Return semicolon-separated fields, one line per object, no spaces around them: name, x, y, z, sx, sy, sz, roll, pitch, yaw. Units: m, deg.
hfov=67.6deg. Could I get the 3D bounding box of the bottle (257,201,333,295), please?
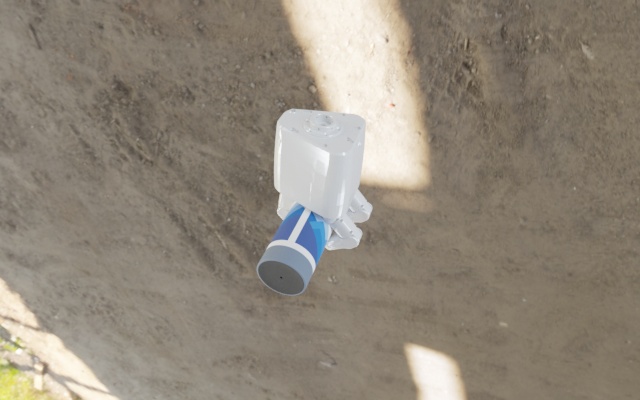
bottle;0.000;0.002;0.691;0.069;0.069;0.295;0;40;26
